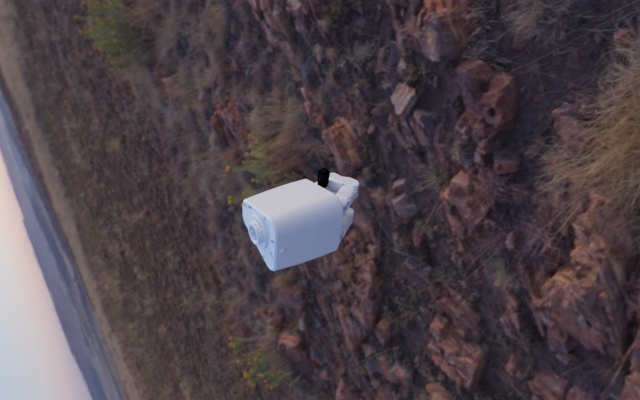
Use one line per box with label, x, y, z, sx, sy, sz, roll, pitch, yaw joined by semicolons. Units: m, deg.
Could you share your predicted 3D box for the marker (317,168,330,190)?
marker;0.000;0.002;0.726;0.020;0.121;0.020;4;38;-3
